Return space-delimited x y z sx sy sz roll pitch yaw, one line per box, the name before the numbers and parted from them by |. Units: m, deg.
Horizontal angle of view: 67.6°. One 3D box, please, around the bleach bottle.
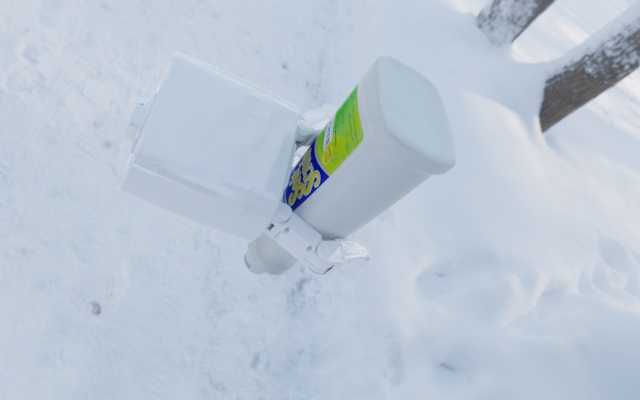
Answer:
bleach bottle | 0.000 0.001 0.409 0.068 0.102 0.251 23 -46 -23
